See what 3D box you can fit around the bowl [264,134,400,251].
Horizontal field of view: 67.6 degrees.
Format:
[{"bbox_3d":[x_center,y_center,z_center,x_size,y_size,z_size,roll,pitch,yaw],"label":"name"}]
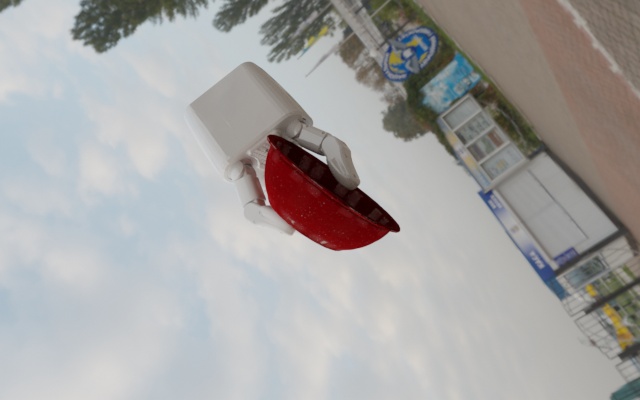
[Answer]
[{"bbox_3d":[0.000,0.003,0.480,0.162,0.055,0.162,34,10,-7],"label":"bowl"}]
